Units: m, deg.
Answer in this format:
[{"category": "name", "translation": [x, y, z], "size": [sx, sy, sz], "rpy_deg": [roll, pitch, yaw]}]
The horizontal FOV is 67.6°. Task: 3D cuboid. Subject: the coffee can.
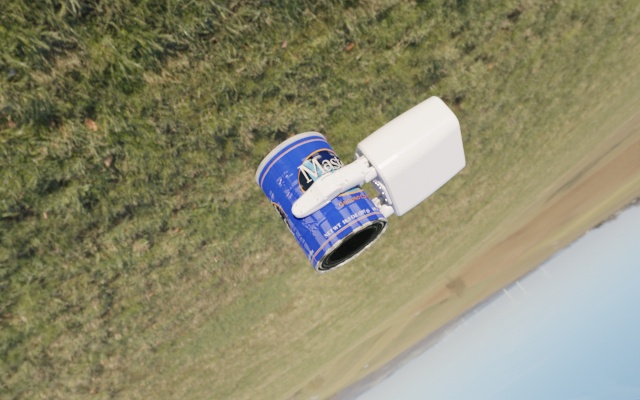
[{"category": "coffee can", "translation": [0.000, 0.002, 0.580], "size": [0.103, 0.140, 0.103], "rpy_deg": [-31, -21, -13]}]
